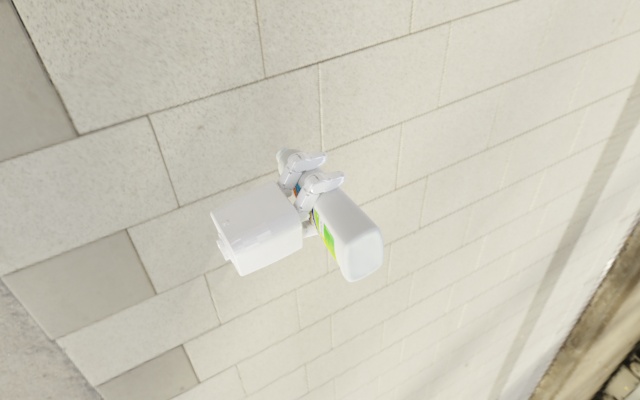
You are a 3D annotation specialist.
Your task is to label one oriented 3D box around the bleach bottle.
[{"bbox_3d":[0.000,0.002,0.734,0.068,0.103,0.250,-27,49,-15],"label":"bleach bottle"}]
